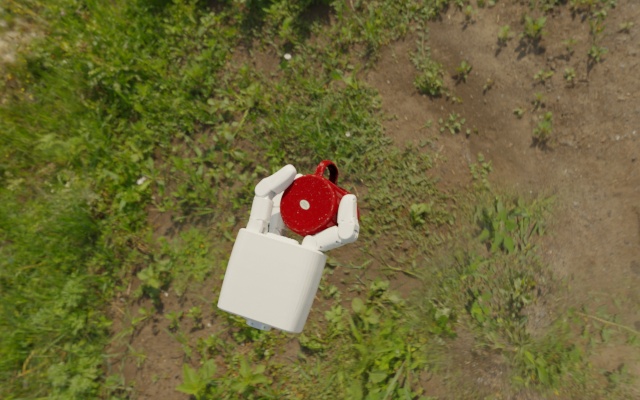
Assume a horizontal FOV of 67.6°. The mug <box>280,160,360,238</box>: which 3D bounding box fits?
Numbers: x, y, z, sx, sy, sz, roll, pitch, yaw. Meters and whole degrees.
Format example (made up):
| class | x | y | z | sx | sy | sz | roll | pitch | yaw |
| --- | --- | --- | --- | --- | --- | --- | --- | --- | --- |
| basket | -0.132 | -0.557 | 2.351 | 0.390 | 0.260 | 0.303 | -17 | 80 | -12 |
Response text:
| class | x | y | z | sx | sy | sz | roll | pitch | yaw |
| --- | --- | --- | --- | --- | --- | --- | --- | --- | --- |
| mug | 0.000 | 0.001 | 0.649 | 0.093 | 0.117 | 0.081 | 12 | -10 | 25 |
